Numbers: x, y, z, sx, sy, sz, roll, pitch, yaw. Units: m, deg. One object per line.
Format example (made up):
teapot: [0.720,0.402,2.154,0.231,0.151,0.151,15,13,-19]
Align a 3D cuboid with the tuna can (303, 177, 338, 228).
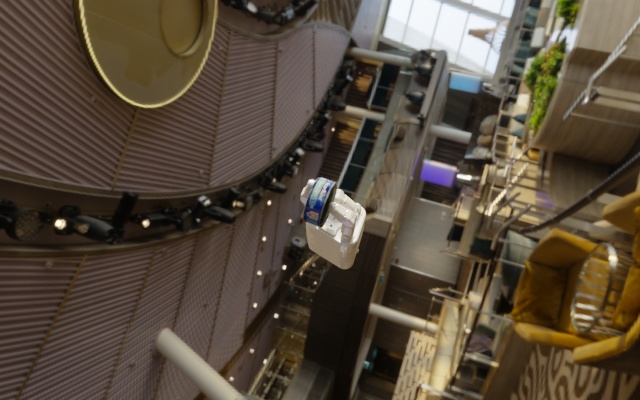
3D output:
tuna can: [0.000,0.003,0.846,0.034,0.086,0.086,19,3,10]
